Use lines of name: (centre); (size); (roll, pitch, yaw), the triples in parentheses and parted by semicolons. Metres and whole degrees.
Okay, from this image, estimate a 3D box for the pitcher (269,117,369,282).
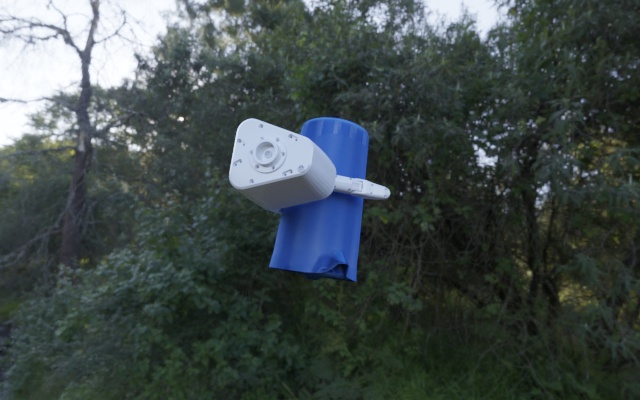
pitcher: (0.000, 0.002, 0.750); (0.149, 0.242, 0.145); (6, -11, 18)
